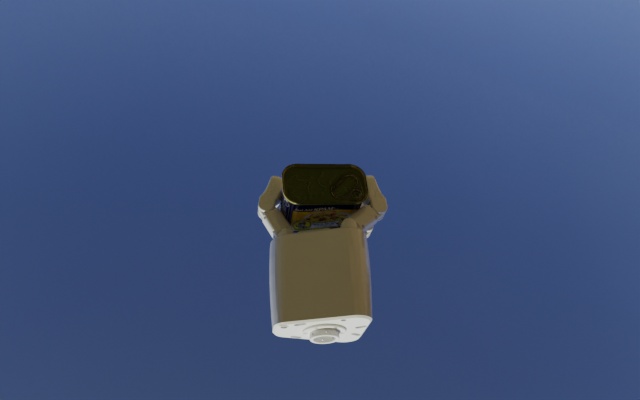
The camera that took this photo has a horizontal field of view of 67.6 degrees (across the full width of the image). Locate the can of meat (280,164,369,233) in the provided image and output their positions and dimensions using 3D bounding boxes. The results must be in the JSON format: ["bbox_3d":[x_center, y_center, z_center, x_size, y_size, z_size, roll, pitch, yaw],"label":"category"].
[{"bbox_3d":[0.000,0.002,0.594,0.102,0.057,0.084,-1,-33,-10],"label":"can of meat"}]
